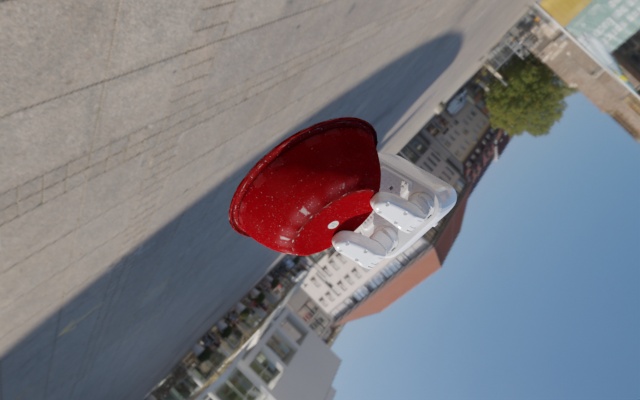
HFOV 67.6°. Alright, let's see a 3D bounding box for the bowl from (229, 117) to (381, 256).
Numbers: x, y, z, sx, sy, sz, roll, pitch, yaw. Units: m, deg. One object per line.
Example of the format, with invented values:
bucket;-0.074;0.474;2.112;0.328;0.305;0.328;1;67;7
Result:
bowl;-0.001;0.002;0.440;0.162;0.055;0.162;-28;-26;-15
